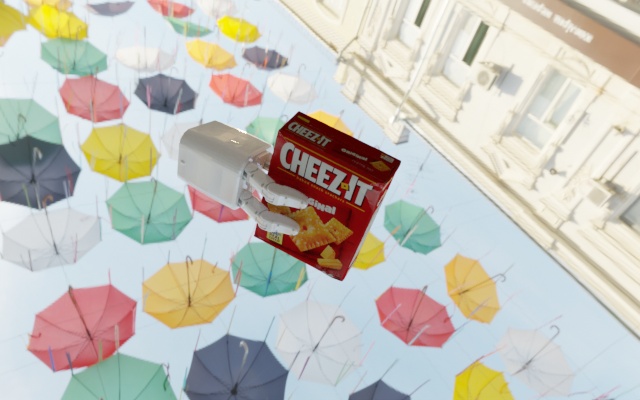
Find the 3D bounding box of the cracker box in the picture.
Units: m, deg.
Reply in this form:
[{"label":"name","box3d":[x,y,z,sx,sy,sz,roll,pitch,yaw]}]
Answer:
[{"label":"cracker box","box3d":[0.000,0.002,0.704,0.164,0.214,0.072,27,42,9]}]
